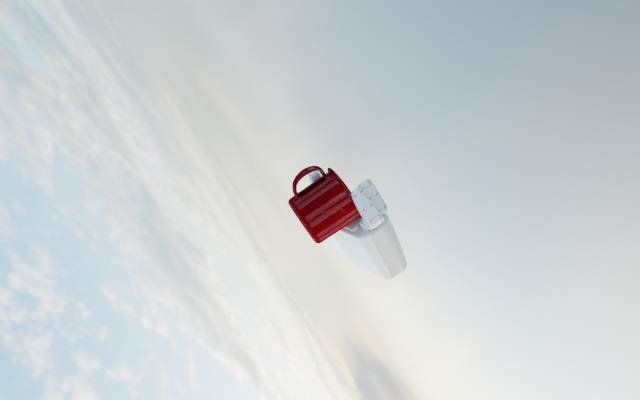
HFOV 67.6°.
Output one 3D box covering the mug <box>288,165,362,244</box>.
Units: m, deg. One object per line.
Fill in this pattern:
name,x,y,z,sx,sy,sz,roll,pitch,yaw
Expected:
mug,-0.001,0.001,0.710,0.081,0.117,0.093,-34,31,-5
